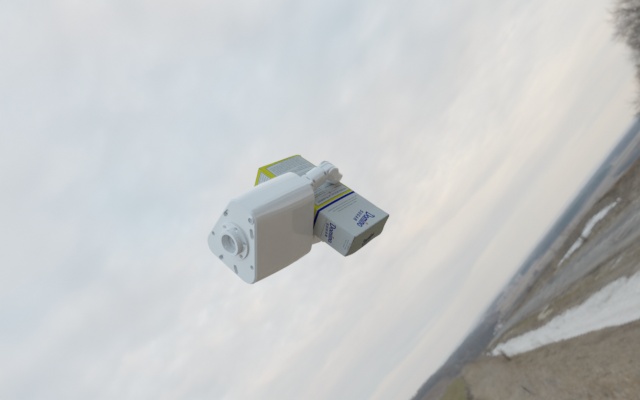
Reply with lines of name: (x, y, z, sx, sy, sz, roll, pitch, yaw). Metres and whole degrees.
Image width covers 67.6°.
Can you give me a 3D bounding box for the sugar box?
sugar box: (0.000, 0.003, 0.681, 0.176, 0.048, 0.093, 38, 38, 22)
